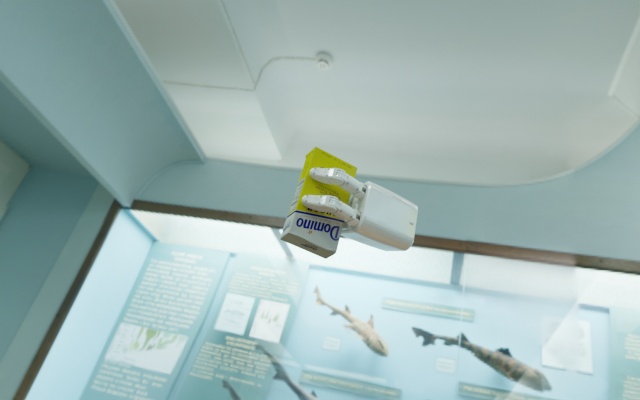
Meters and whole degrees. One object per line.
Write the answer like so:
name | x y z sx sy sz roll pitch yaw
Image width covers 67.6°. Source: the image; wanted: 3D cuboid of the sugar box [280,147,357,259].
sugar box | 0.001 0.002 0.832 0.093 0.176 0.048 25 -31 -18
